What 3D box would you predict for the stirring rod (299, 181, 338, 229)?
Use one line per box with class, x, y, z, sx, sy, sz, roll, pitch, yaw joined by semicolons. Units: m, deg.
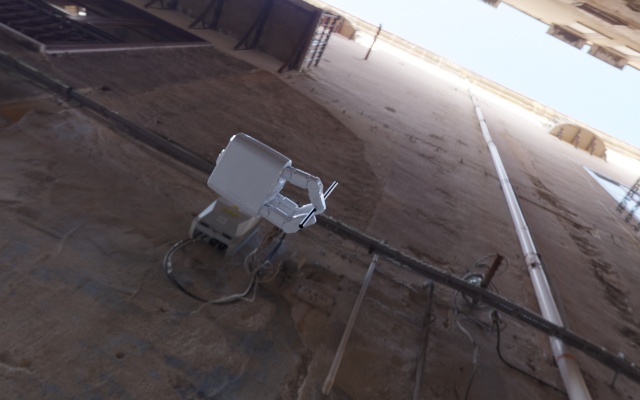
stirring rod;0.000;0.003;0.869;0.011;0.011;0.239;0;18;16
